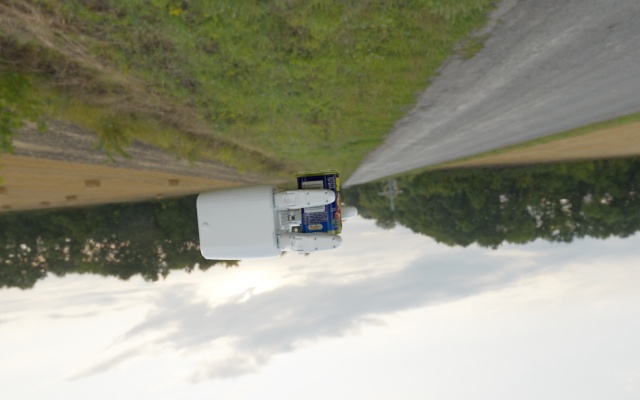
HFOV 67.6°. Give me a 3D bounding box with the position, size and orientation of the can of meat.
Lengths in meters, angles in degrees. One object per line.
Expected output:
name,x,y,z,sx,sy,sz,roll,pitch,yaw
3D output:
can of meat,0.000,0.002,0.646,0.057,0.084,0.102,-4,1,5
